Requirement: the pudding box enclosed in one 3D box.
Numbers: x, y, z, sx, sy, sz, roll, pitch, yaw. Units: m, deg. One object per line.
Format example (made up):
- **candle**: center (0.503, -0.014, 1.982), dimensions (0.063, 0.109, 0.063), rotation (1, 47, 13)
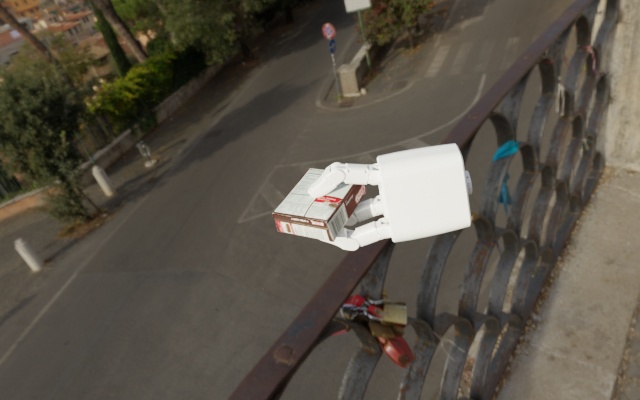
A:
- **pudding box**: center (0.000, 0.002, 0.666), dimensions (0.090, 0.039, 0.113), rotation (8, 40, 30)
